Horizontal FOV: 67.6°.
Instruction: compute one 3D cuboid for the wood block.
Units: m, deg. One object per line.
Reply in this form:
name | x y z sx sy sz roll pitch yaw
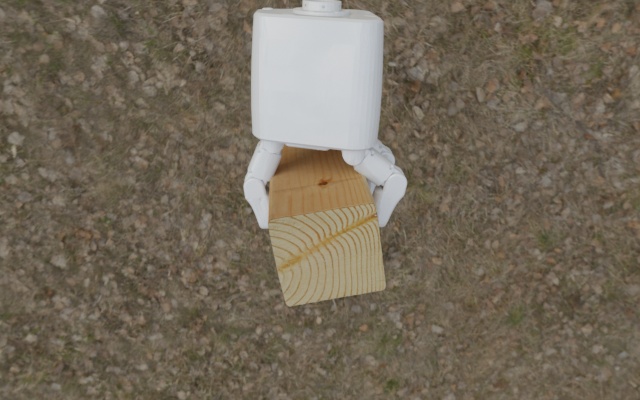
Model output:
wood block | 0.000 0.001 0.488 0.091 0.090 0.206 -9 27 1
